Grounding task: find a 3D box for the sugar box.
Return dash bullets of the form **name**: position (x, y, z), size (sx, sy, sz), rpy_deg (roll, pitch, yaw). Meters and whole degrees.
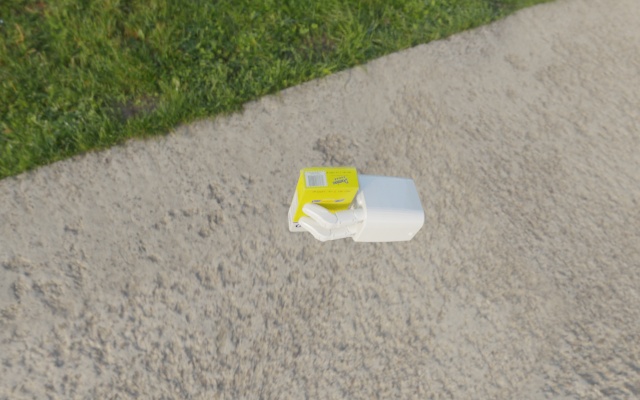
- **sugar box**: position (0.000, 0.003, 0.834), size (0.093, 0.048, 0.176), rpy_deg (-1, -28, -11)
